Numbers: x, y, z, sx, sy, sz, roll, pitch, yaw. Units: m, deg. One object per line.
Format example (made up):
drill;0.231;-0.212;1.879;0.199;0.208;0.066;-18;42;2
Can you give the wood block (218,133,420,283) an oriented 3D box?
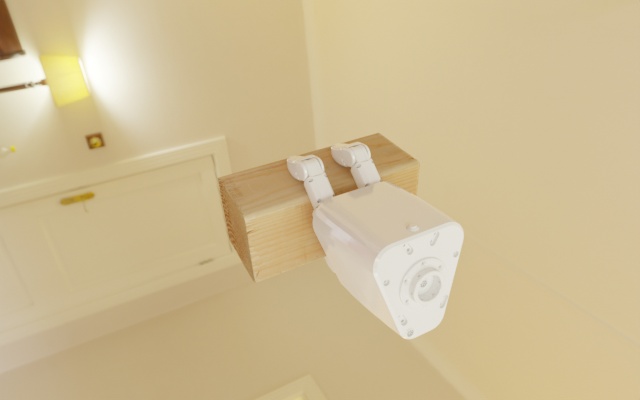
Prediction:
wood block;0.000;0.002;0.547;0.206;0.091;0.090;-18;37;-21
